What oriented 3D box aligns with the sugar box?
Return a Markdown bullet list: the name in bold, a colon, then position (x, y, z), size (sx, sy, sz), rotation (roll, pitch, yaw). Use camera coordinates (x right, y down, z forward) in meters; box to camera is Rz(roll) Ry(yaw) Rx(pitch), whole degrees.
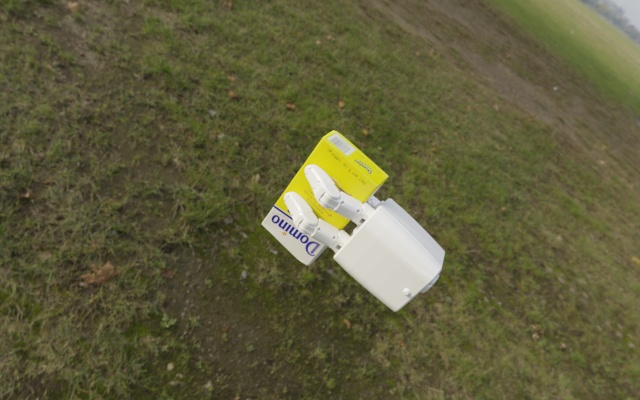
- **sugar box**: position (0.000, 0.002, 0.637), size (0.176, 0.093, 0.048), rotation (-52, -8, 34)
